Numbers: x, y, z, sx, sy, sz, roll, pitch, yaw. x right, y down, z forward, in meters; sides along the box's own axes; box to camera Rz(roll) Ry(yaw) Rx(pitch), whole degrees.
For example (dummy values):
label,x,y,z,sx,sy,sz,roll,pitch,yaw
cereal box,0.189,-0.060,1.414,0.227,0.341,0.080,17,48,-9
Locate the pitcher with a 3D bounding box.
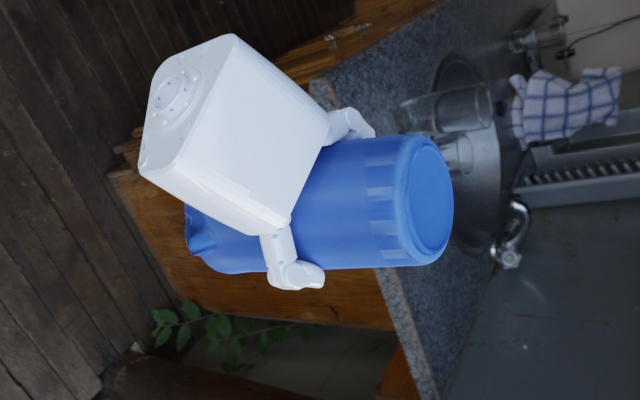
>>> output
label,x,y,z,sx,sy,sz,roll,pitch,yaw
pitcher,0.000,0.002,0.465,0.243,0.149,0.145,-5,-26,37
